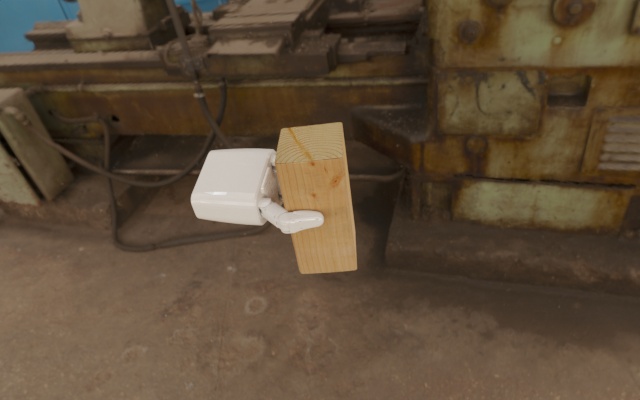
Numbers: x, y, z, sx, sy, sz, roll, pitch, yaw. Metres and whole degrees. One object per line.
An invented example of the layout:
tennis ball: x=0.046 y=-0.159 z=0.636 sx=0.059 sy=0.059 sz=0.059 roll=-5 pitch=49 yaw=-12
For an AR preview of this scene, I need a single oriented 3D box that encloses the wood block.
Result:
wood block: x=0.000 y=0.002 z=0.697 sx=0.090 sy=0.206 sz=0.090 roll=-5 pitch=38 yaw=7
